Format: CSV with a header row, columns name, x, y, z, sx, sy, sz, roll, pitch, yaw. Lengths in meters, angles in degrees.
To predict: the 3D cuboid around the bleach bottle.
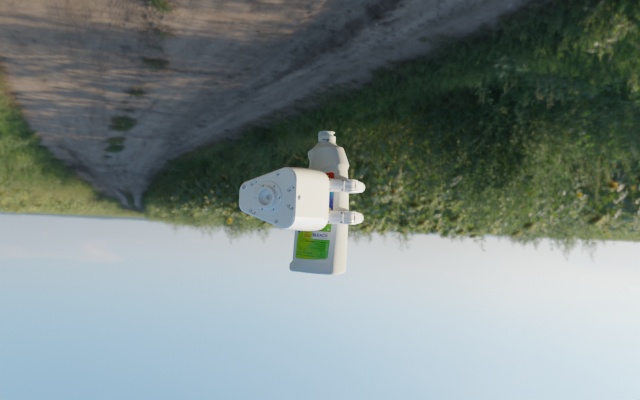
name,x,y,z,sx,sy,sz,roll,pitch,yaw
bleach bottle,0.000,0.003,0.856,0.102,0.251,0.068,1,-2,27
